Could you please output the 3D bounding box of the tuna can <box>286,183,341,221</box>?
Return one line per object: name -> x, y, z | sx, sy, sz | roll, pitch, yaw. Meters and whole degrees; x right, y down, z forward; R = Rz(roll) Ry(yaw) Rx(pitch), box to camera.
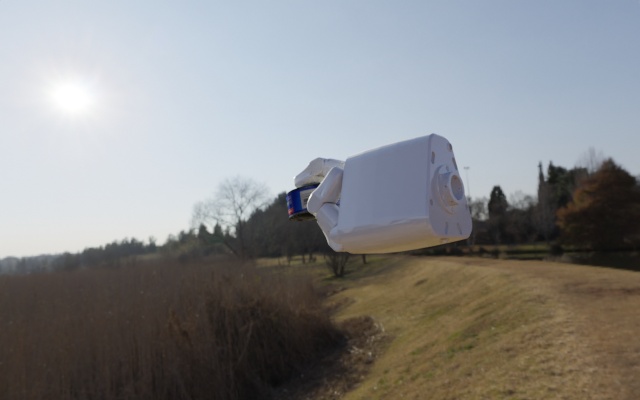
tuna can -> 0.000, 0.001, 0.608 | 0.086, 0.033, 0.086 | -9, -10, -1
